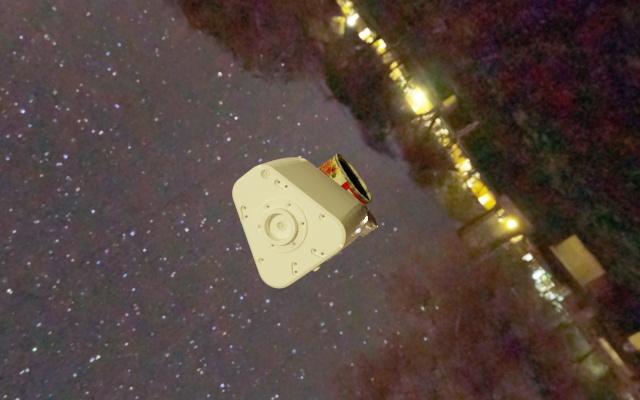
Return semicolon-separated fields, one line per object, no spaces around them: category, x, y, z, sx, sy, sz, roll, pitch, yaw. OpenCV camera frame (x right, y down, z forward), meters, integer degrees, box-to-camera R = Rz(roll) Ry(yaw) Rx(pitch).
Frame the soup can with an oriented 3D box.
soup can;0.000;0.002;0.563;0.102;0.068;0.068;-36;-11;15
